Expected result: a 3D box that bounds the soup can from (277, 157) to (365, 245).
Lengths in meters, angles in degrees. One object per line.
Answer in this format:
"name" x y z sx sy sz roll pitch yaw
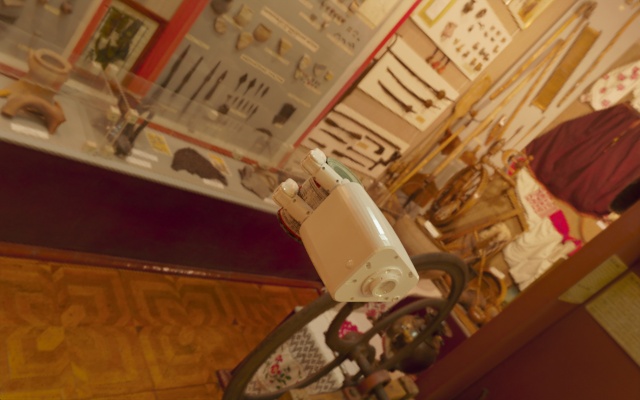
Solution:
"soup can" 0.000 0.002 0.627 0.102 0.068 0.068 -47 -20 19
